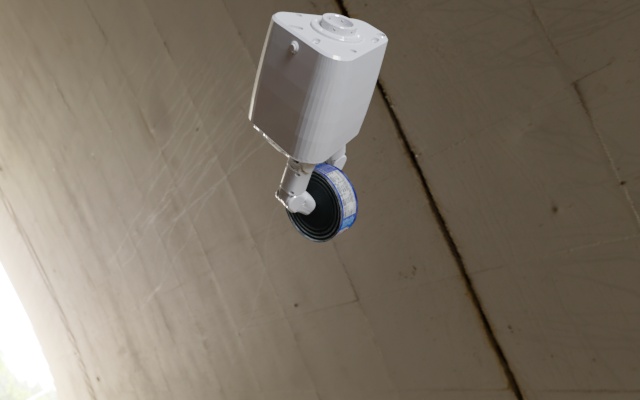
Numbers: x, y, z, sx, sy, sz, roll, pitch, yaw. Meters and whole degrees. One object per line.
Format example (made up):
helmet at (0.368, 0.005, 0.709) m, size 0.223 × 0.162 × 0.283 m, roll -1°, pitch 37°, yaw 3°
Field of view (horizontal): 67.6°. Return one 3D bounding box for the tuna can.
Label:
tuna can at (0.000, 0.002, 0.541) m, size 0.086 × 0.086 × 0.033 m, roll 0°, pitch 16°, yaw 43°
